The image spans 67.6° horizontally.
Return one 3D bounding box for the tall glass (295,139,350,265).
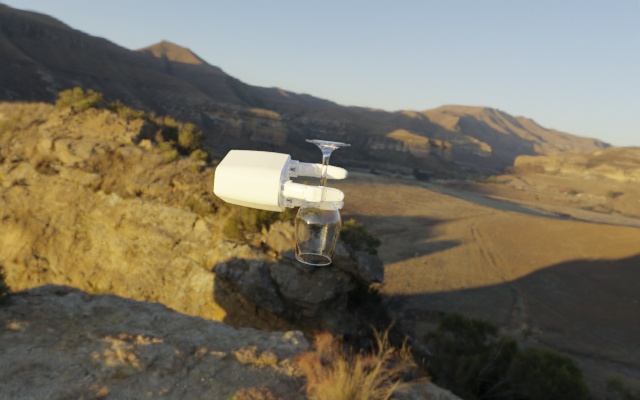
[{"bbox_3d":[0.000,0.002,0.794,0.079,0.201,0.079,6,9,-1],"label":"tall glass"}]
